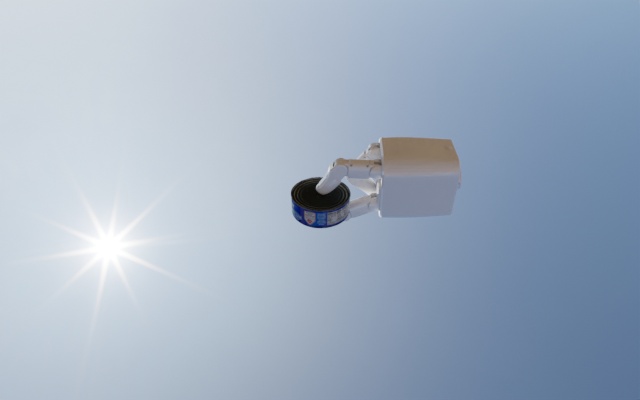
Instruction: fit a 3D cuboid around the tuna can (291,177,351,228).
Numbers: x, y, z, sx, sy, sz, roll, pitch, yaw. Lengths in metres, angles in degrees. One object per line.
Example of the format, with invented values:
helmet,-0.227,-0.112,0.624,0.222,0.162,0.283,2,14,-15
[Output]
tuna can,0.000,0.003,0.690,0.086,0.034,0.086,0,35,0
